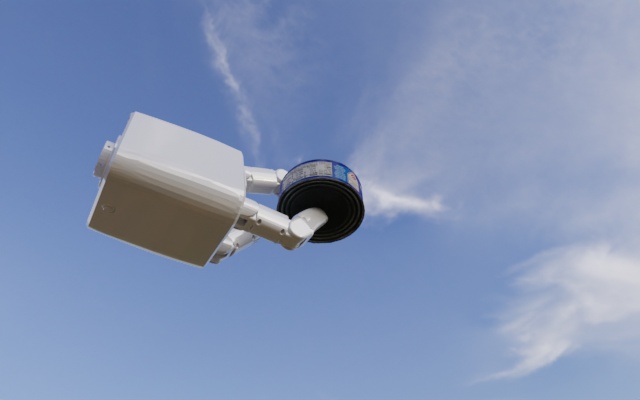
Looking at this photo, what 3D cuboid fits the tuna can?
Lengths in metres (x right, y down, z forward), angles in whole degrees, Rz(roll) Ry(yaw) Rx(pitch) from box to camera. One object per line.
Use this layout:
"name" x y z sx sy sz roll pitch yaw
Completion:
"tuna can" 0.000 0.001 0.474 0.086 0.086 0.033 0 41 0
